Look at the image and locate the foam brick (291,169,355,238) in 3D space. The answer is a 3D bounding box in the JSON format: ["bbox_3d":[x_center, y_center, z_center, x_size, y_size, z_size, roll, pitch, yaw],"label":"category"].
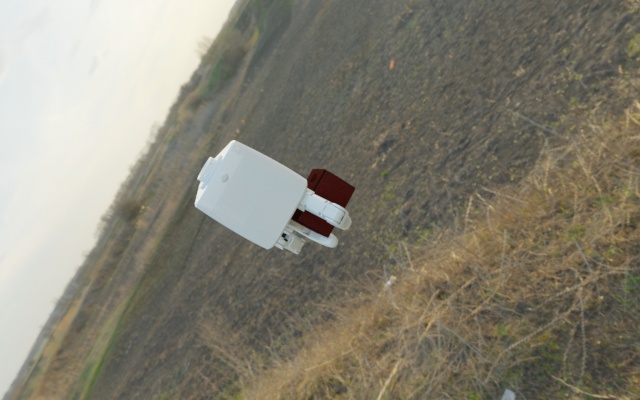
[{"bbox_3d":[0.000,0.002,0.635,0.051,0.078,0.053,31,-6,-18],"label":"foam brick"}]
